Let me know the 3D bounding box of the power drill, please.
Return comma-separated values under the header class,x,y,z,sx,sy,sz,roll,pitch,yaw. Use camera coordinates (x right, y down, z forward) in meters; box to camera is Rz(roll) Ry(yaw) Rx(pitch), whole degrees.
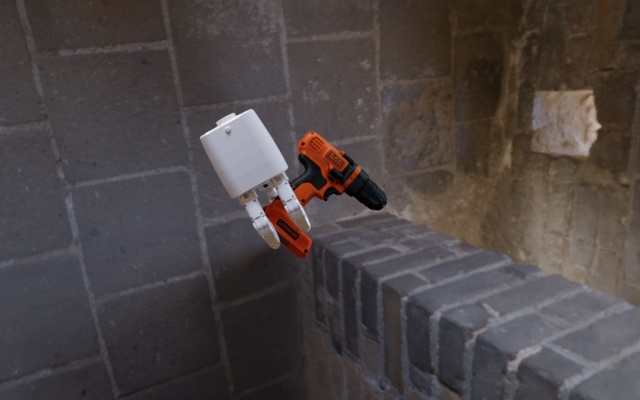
class,x,y,z,sx,sy,sz,roll,pitch,yaw
power drill,0.000,0.003,0.803,0.184,0.187,0.057,39,-19,-3
